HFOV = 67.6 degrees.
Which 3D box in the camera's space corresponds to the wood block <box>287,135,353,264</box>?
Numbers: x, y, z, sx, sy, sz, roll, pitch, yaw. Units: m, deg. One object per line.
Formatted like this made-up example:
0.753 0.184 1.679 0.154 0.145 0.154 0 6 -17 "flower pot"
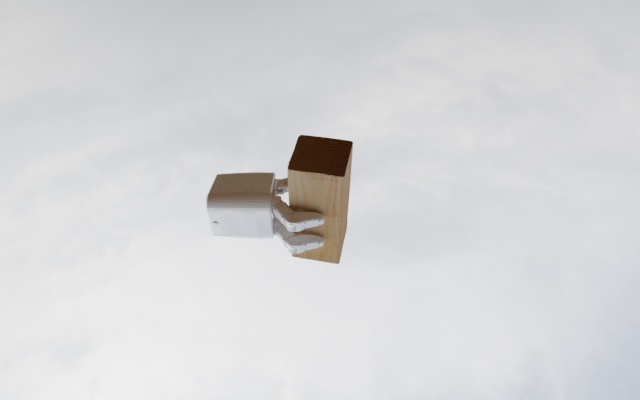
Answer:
0.000 0.002 0.803 0.090 0.206 0.090 8 45 7 "wood block"
